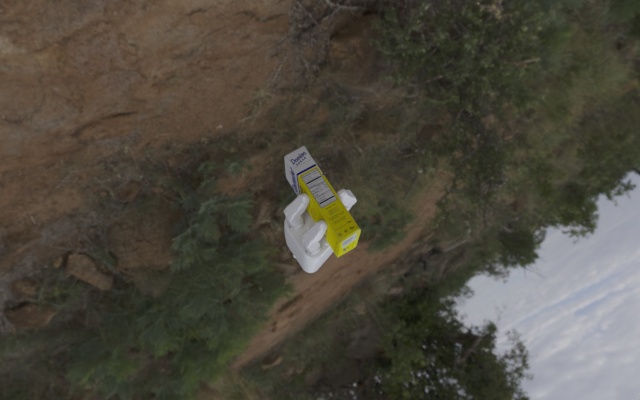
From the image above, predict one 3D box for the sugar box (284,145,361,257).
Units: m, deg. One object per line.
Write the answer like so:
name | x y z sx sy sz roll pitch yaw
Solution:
sugar box | 0.000 0.003 0.805 0.048 0.176 0.093 -31 -18 -14
